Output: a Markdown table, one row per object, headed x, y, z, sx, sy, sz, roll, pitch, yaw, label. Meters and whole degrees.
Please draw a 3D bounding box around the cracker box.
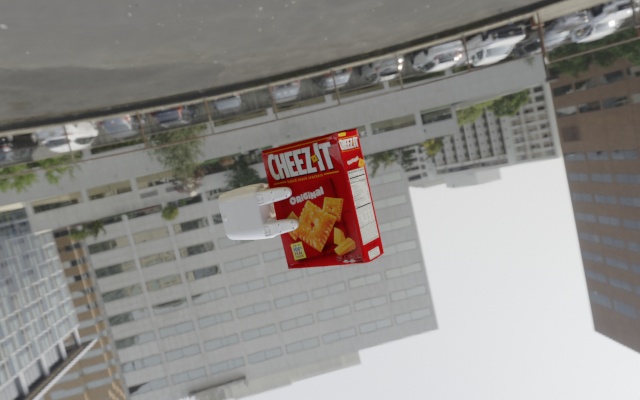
| x | y | z | sx | sy | sz | roll | pitch | yaw | label |
| --- | --- | --- | --- | --- | --- | --- | --- | --- | --- |
| 0.000 | 0.003 | 0.800 | 0.164 | 0.214 | 0.072 | -9 | 7 | 36 | cracker box |
